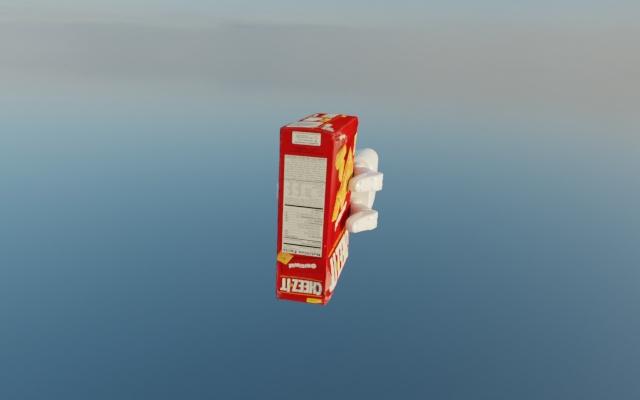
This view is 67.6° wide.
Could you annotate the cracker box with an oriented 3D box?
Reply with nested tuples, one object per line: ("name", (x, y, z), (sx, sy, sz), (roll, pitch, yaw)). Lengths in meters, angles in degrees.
("cracker box", (0.000, 0.002, 0.622), (0.072, 0.214, 0.164), (6, 17, 12))
